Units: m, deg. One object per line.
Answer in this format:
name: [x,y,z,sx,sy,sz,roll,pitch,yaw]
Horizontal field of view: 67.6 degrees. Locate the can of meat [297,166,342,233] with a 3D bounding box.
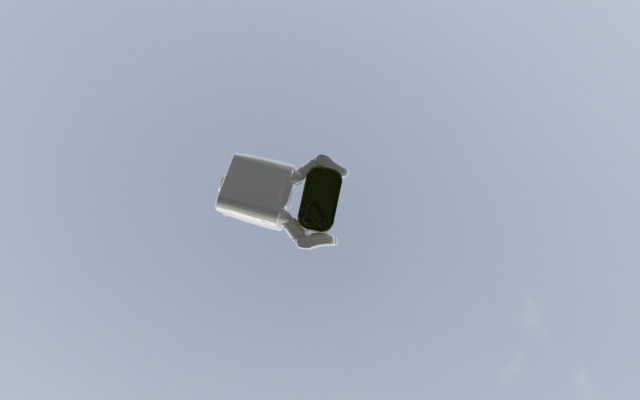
can of meat: [0.000,0.003,0.779,0.057,0.102,0.084,11,-7,3]
